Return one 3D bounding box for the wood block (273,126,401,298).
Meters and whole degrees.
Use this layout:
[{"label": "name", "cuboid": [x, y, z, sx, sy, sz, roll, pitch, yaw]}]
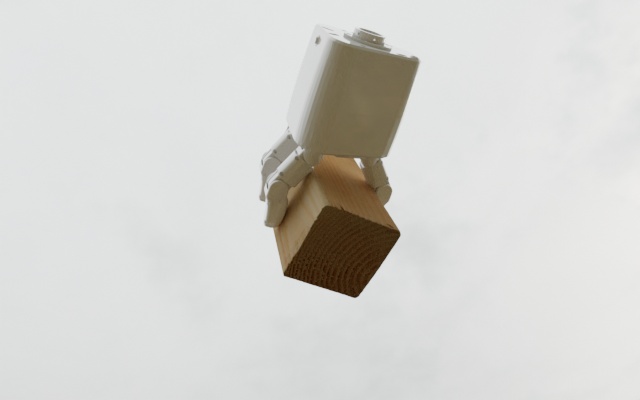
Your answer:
[{"label": "wood block", "cuboid": [0.001, 0.001, 0.545, 0.091, 0.090, 0.206, 21, 23, -23]}]
